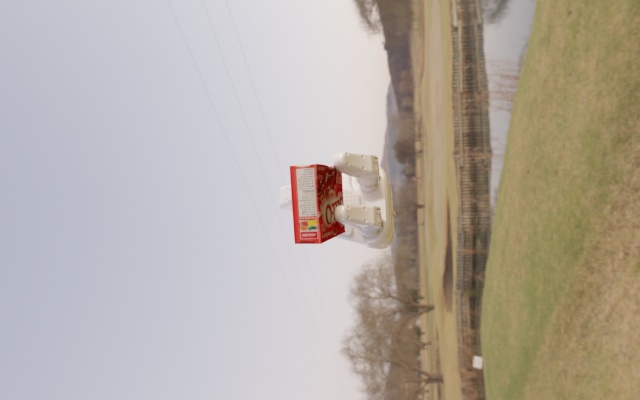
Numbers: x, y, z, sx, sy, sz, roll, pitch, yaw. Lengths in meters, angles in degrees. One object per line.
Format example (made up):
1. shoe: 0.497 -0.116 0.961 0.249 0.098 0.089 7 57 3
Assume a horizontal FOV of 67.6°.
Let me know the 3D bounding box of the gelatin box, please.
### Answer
1. gelatin box: 0.000 0.002 0.472 0.030 0.073 0.089 -2 2 18
